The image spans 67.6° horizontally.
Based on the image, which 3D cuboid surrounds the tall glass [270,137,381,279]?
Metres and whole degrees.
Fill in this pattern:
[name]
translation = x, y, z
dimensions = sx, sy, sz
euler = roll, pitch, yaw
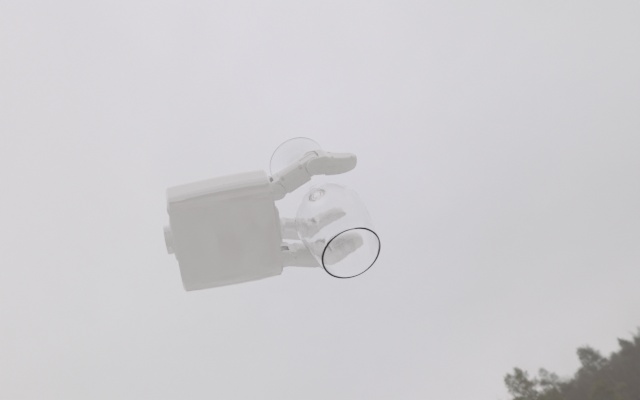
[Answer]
[tall glass]
translation = 0.000, 0.001, 0.542
dimensions = 0.079, 0.079, 0.201
euler = 0, 30, -21
